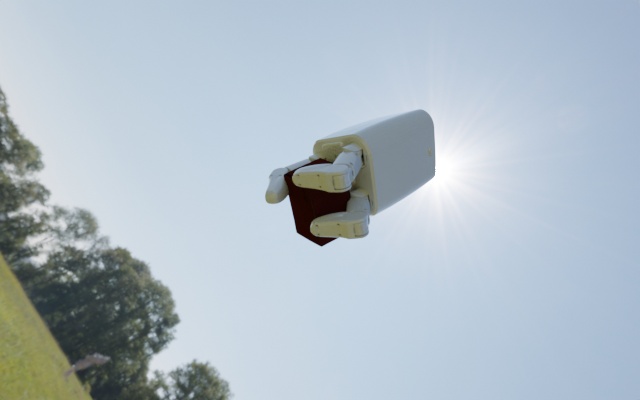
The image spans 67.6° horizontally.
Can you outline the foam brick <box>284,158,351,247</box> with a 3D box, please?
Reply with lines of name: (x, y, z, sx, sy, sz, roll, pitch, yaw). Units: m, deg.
foam brick: (0.000, 0.002, 0.534, 0.051, 0.078, 0.053, -26, 31, -27)
